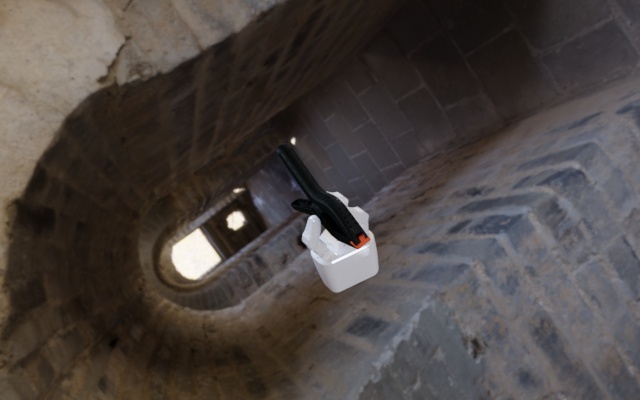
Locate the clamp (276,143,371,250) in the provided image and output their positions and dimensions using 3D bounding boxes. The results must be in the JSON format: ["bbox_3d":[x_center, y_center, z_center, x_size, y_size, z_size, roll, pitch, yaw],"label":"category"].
[{"bbox_3d":[0.000,0.003,0.793,0.036,0.165,0.210,-37,49,-18],"label":"clamp"}]
